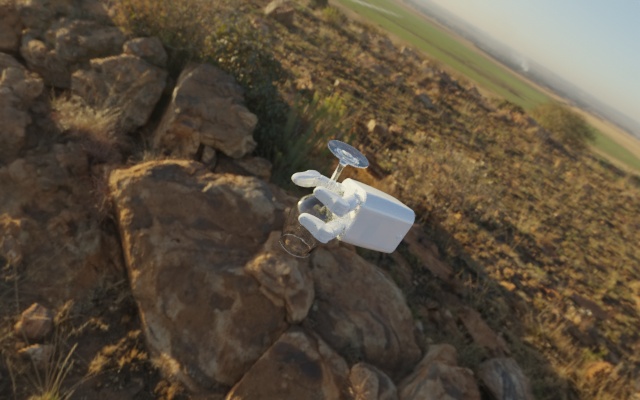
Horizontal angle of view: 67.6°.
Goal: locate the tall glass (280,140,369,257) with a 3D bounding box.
[{"bbox_3d":[0.000,0.002,0.802,0.079,0.201,0.079,24,27,-13],"label":"tall glass"}]
